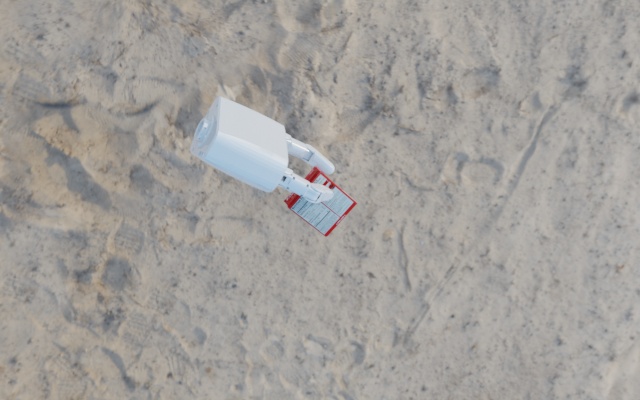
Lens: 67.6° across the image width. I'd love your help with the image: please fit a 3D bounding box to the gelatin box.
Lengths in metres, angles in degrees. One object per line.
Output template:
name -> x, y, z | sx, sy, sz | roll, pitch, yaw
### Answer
gelatin box -> 0.001, 0.003, 0.731 | 0.089, 0.073, 0.030 | 39, 5, -30
